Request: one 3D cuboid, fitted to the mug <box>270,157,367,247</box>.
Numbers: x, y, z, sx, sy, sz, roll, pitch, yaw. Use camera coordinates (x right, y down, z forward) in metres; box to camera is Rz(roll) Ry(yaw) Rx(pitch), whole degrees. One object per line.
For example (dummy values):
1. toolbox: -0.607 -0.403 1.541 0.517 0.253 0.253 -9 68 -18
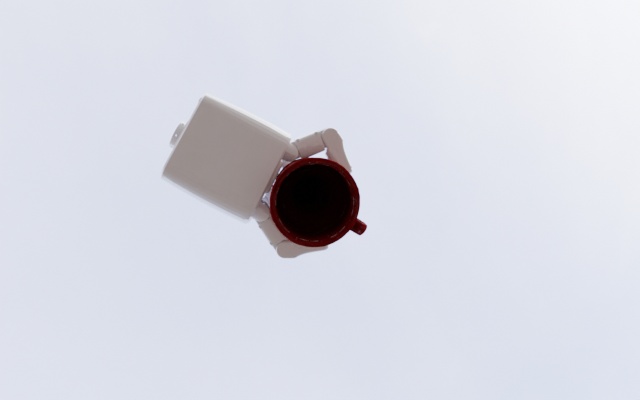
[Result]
1. mug: 0.001 0.002 0.525 0.117 0.093 0.081 29 5 -11
